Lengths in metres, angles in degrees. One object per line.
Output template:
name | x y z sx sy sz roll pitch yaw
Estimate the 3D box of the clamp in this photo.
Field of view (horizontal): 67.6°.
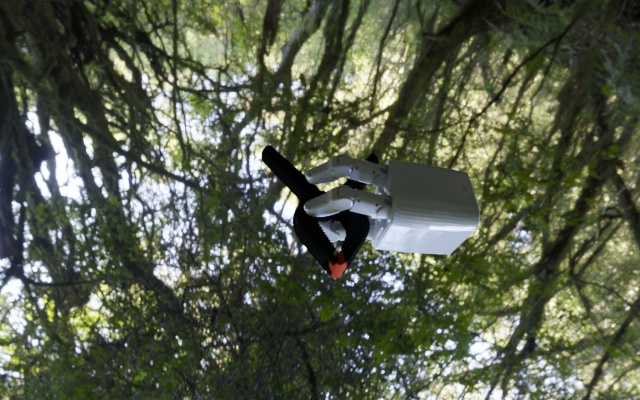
clamp | 0.000 0.003 0.602 0.164 0.209 0.036 7 -45 -6
